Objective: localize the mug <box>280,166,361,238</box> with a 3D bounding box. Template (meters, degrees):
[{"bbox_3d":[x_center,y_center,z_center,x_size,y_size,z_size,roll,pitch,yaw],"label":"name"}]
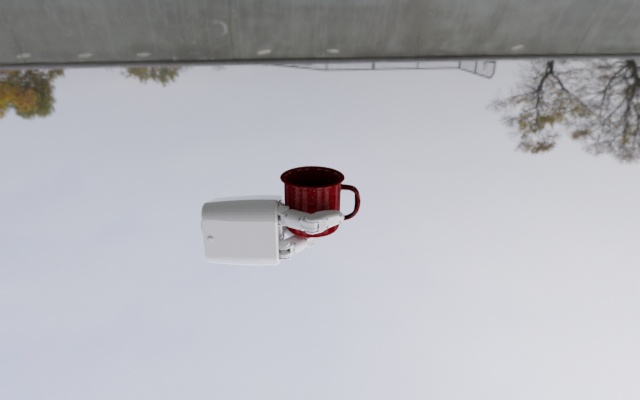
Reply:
[{"bbox_3d":[0.002,0.003,0.702,0.117,0.081,0.093,1,23,1],"label":"mug"}]
